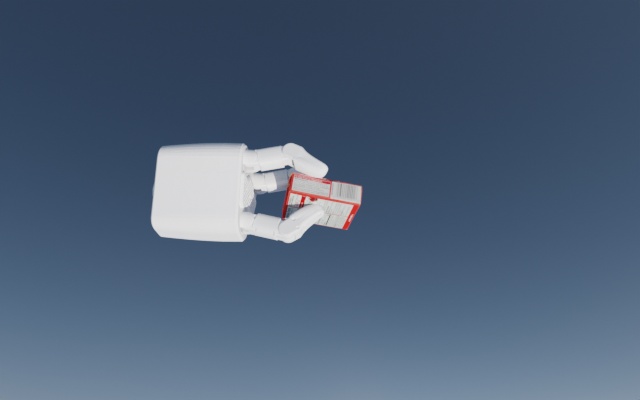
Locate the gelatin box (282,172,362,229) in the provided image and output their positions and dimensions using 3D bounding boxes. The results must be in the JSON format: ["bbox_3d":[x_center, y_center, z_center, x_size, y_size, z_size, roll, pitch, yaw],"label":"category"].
[{"bbox_3d":[0.000,0.002,0.592,0.089,0.030,0.073,11,-29,-5],"label":"gelatin box"}]
